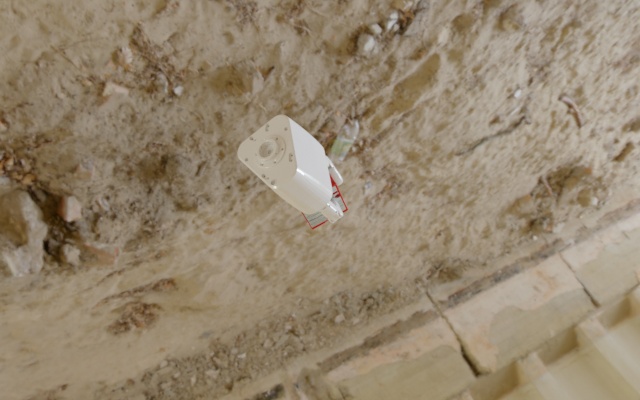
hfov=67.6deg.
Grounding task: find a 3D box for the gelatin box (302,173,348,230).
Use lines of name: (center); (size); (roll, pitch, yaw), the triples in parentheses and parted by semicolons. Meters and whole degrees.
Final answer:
gelatin box: (0.000, 0.003, 0.809); (0.073, 0.030, 0.089); (-29, -35, 0)
